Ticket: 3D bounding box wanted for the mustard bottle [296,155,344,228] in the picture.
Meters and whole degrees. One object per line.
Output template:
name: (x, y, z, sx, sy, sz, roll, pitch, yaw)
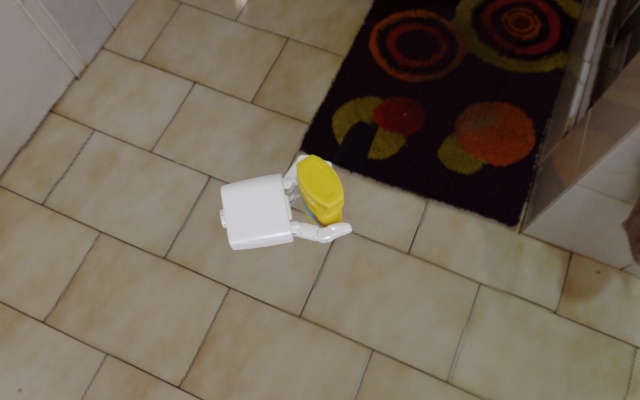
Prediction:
mustard bottle: (0.000, 0.002, 0.829, 0.058, 0.096, 0.192, -33, -19, -12)
